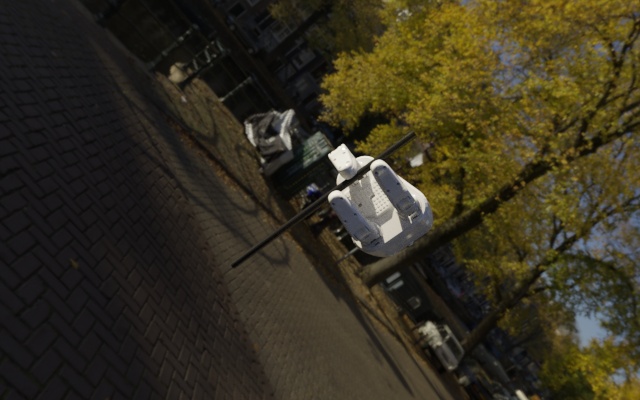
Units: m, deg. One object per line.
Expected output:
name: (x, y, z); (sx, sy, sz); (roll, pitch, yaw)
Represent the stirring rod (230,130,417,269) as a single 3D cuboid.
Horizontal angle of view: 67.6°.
stirring rod: (0.000, 0.002, 0.505); (0.239, 0.011, 0.011); (-36, -6, 9)
